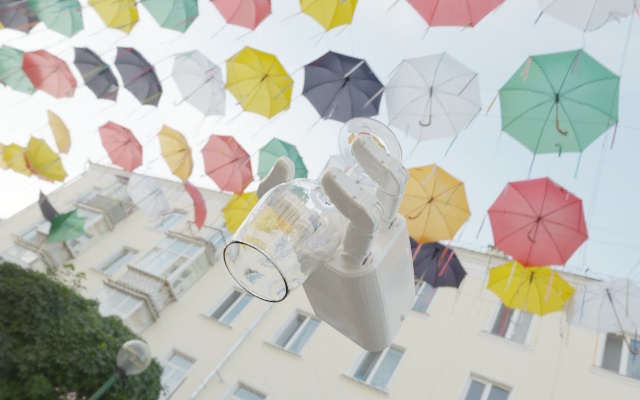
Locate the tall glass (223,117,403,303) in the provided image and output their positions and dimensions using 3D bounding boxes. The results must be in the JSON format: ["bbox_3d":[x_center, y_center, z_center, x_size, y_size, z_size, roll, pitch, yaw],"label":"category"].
[{"bbox_3d":[0.000,0.001,0.433,0.079,0.079,0.201,0,33,38],"label":"tall glass"}]
